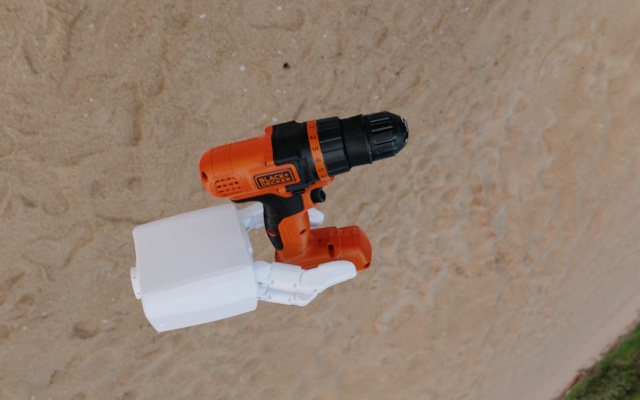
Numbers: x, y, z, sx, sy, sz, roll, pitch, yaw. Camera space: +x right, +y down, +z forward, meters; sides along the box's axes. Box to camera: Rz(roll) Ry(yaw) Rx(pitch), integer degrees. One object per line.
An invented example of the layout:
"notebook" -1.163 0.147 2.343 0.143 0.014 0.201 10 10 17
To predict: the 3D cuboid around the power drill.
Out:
"power drill" 0.000 0.002 0.466 0.184 0.057 0.188 -11 -44 8
